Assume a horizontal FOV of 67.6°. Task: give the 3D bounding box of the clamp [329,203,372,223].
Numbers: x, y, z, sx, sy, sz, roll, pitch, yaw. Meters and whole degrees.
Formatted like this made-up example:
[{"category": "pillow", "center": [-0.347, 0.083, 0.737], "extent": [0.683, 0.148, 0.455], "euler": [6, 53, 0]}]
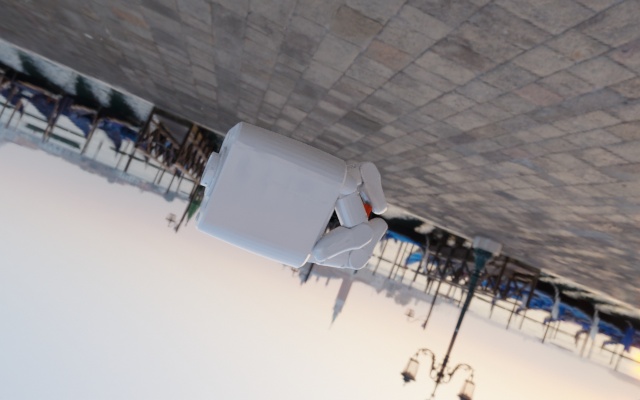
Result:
[{"category": "clamp", "center": [0.000, 0.002, 0.569], "extent": [0.120, 0.039, 0.171], "euler": [19, -4, -17]}]
